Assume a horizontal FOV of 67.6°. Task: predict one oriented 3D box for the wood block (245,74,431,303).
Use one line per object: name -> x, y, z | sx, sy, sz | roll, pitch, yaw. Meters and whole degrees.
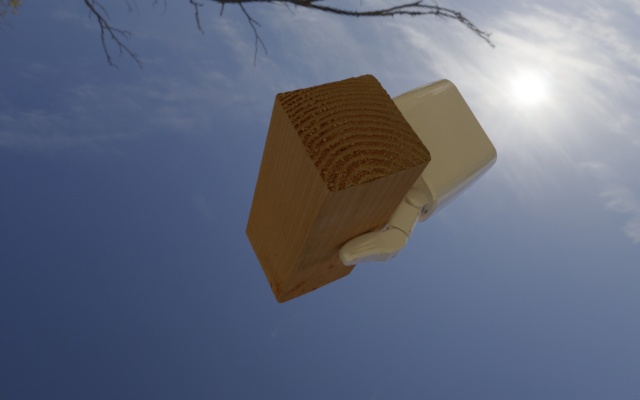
wood block -> 0.001, 0.002, 0.424 | 0.090, 0.090, 0.206 | -18, -25, -25
